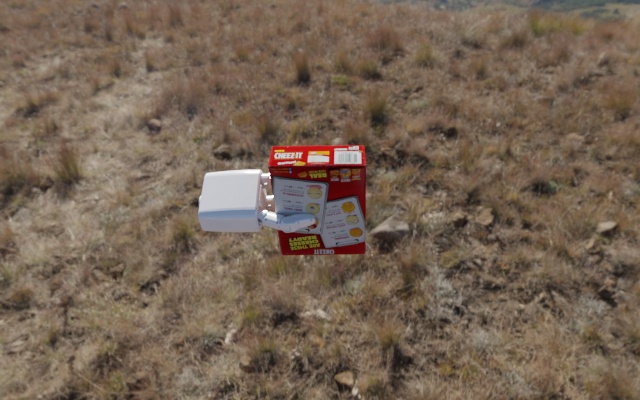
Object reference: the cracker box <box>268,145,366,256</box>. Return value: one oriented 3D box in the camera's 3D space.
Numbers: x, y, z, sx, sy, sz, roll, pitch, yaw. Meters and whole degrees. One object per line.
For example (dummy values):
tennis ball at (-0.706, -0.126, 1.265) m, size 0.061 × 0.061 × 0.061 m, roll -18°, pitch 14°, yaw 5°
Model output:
cracker box at (0.000, 0.003, 0.869) m, size 0.164 × 0.214 × 0.072 m, roll -1°, pitch 41°, yaw 4°
